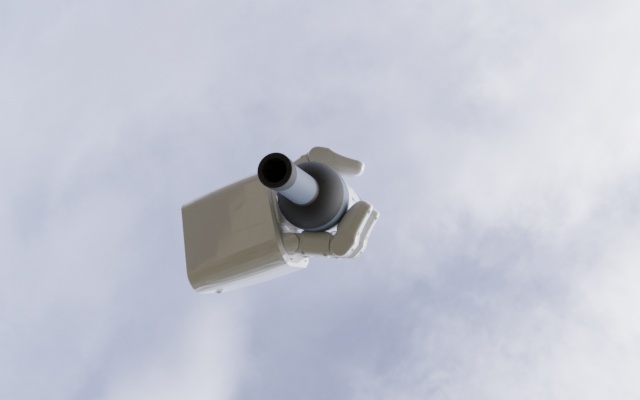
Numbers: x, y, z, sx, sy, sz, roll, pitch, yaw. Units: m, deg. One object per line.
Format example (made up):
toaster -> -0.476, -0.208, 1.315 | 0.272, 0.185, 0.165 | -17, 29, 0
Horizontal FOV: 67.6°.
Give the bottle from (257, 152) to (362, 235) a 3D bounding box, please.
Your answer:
bottle -> 0.000, 0.002, 0.492 | 0.069, 0.069, 0.296 | 0, -9, 14
